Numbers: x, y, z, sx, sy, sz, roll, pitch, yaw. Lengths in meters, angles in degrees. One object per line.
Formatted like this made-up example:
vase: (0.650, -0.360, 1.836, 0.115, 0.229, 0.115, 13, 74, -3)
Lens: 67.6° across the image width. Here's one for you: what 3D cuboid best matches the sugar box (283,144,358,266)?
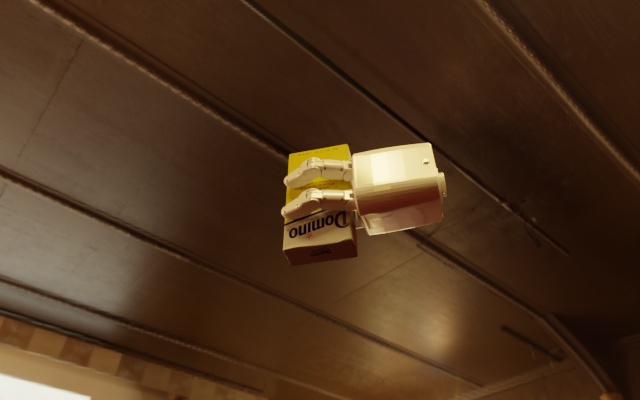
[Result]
sugar box: (0.000, 0.002, 0.665, 0.093, 0.176, 0.048, -10, -44, 11)
